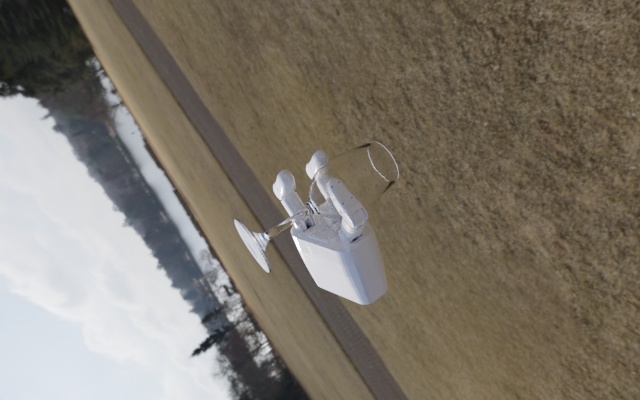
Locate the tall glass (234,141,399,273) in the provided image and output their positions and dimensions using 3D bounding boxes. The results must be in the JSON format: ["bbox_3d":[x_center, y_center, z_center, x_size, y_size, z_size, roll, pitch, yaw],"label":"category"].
[{"bbox_3d":[0.000,0.002,0.583,0.201,0.079,0.079,-33,11,-17],"label":"tall glass"}]
